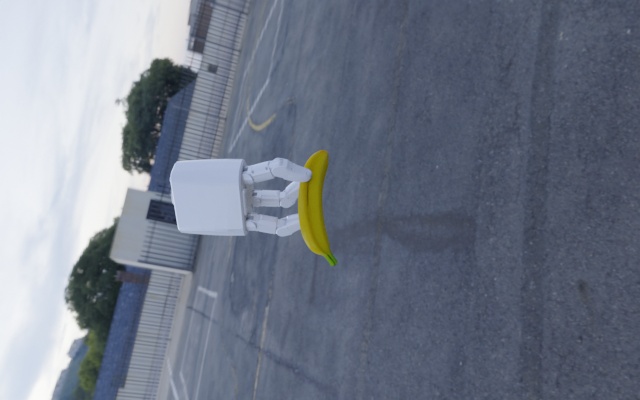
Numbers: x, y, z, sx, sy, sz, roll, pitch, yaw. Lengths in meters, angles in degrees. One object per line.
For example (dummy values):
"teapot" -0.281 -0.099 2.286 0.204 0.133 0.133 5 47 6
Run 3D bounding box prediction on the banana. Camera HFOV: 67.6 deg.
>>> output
"banana" -0.008 -0.001 0.726 0.037 0.197 0.070 -13 -27 22
